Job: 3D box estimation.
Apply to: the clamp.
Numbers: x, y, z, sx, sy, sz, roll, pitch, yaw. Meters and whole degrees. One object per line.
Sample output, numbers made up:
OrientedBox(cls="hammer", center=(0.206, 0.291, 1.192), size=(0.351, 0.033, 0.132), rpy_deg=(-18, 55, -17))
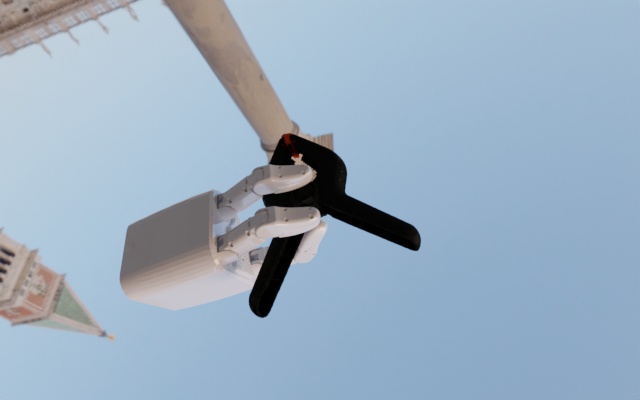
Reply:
OrientedBox(cls="clamp", center=(0.000, 0.002, 0.481), size=(0.164, 0.209, 0.036), rpy_deg=(-19, -42, 9))
